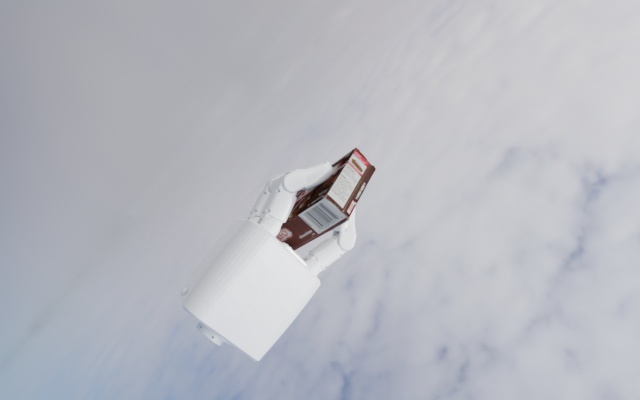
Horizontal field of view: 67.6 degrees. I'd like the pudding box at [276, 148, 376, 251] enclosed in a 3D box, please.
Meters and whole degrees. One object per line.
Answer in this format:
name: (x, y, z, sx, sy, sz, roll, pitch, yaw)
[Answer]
pudding box: (0.000, 0.002, 0.530, 0.113, 0.039, 0.090, -31, 20, 44)
